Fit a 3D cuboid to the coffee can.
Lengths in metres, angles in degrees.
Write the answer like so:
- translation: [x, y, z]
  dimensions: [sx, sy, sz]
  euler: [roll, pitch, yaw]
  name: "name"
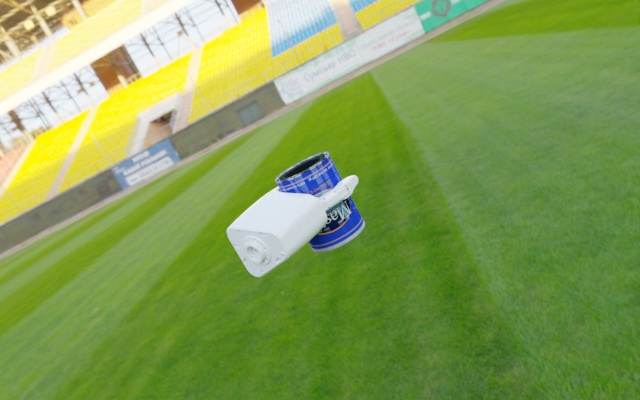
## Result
- translation: [0.000, 0.003, 0.813]
  dimensions: [0.103, 0.140, 0.102]
  euler: [-26, 14, 7]
  name: "coffee can"
